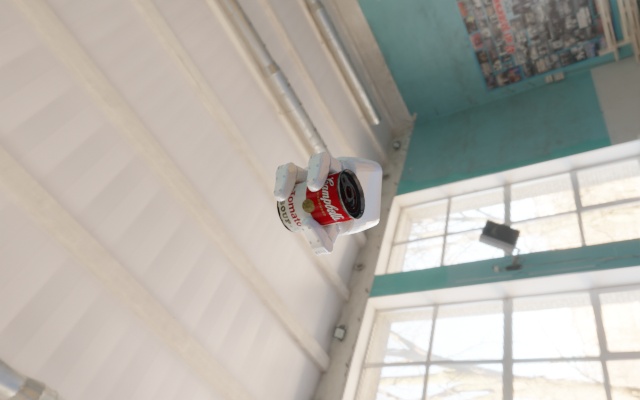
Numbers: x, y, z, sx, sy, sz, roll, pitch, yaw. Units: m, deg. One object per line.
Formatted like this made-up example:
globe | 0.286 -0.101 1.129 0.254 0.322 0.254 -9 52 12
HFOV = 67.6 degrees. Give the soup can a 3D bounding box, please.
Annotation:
soup can | 0.000 0.002 0.650 0.102 0.068 0.068 -15 -8 31
